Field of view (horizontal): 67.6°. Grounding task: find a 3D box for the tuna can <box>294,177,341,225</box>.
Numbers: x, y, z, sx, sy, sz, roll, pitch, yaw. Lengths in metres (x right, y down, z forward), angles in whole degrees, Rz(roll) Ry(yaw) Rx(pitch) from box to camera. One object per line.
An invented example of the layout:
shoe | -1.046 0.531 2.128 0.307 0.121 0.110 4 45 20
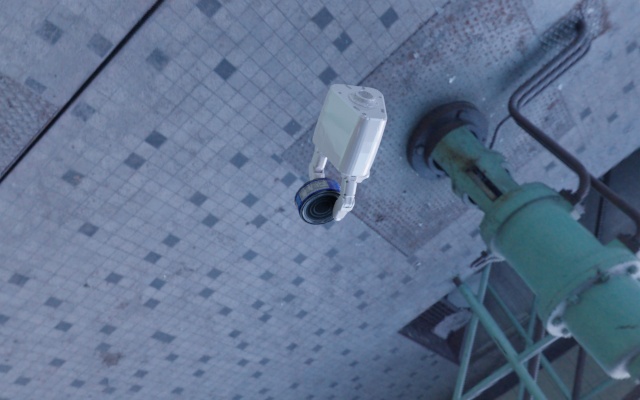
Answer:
tuna can | 0.000 0.003 0.826 0.086 0.086 0.033 0 44 -24
